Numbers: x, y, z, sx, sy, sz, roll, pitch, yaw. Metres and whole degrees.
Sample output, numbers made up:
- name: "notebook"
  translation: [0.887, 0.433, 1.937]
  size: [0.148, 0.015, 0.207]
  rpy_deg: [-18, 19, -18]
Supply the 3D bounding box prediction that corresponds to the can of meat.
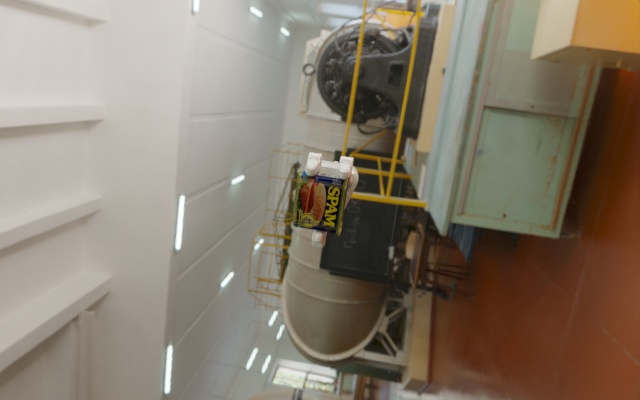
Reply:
- name: "can of meat"
  translation: [0.000, 0.003, 0.821]
  size: [0.084, 0.102, 0.057]
  rpy_deg: [9, 14, 5]
